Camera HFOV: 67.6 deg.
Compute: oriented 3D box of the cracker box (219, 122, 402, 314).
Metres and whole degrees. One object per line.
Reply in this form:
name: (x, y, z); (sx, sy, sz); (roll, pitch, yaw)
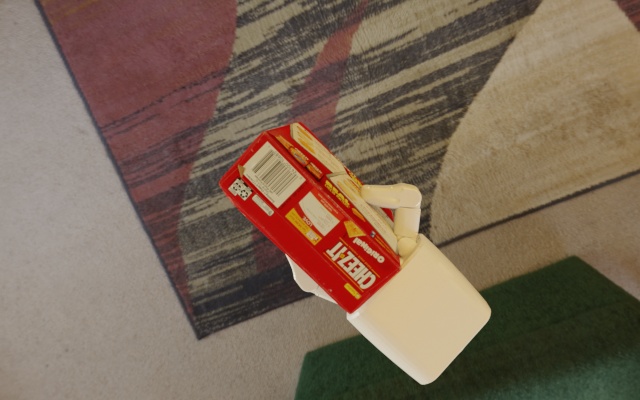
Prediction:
cracker box: (0.000, 0.002, 0.499); (0.072, 0.164, 0.213); (-45, 4, 12)
